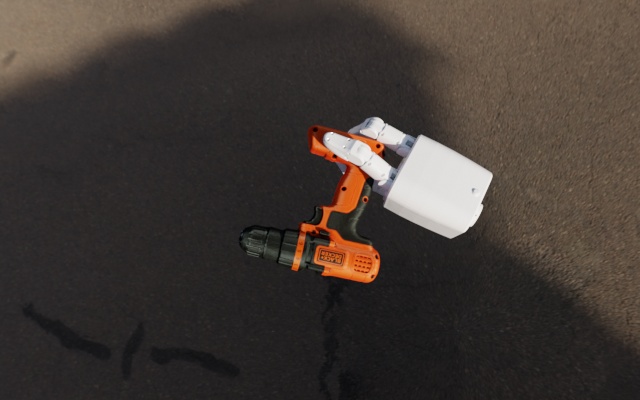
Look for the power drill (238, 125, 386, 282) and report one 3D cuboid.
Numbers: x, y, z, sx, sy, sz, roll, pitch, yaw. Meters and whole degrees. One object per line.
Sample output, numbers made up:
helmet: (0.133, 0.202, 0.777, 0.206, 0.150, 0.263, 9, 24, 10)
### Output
power drill: (0.000, 0.002, 0.625, 0.184, 0.187, 0.057, 13, -4, -6)
